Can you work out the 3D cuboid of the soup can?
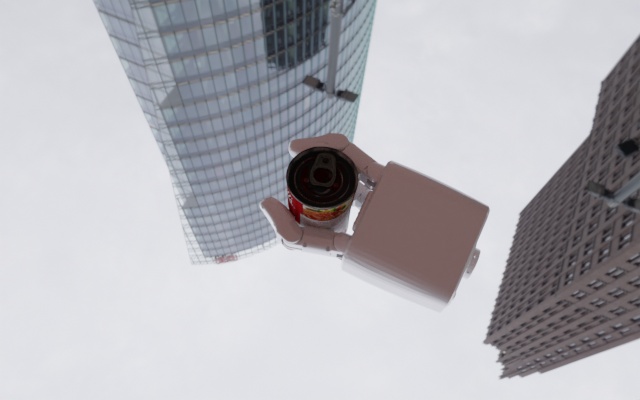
[{"bbox_3d":[0.000,0.002,0.486,0.068,0.068,0.102,0,-29,-2],"label":"soup can"}]
